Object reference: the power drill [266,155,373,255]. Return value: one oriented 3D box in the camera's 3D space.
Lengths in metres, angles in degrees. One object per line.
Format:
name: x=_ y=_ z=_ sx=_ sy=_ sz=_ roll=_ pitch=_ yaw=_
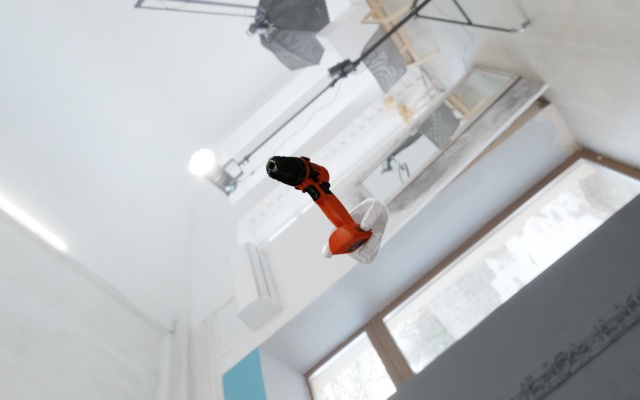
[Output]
power drill: x=0.000 y=0.003 z=0.812 sx=0.057 sy=0.187 sz=0.184 roll=-41 pitch=-19 yaw=20
